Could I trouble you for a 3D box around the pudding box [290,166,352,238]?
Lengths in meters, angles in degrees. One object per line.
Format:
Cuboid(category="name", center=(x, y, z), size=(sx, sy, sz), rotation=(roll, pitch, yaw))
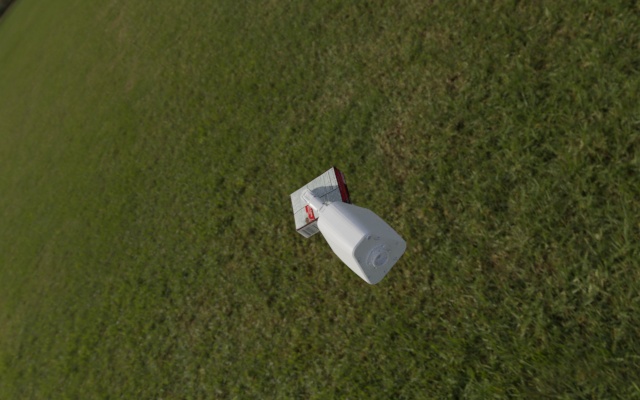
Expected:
Cuboid(category="pudding box", center=(0.000, 0.003, 0.883), size=(0.113, 0.090, 0.039), rotation=(-31, -42, 22))
